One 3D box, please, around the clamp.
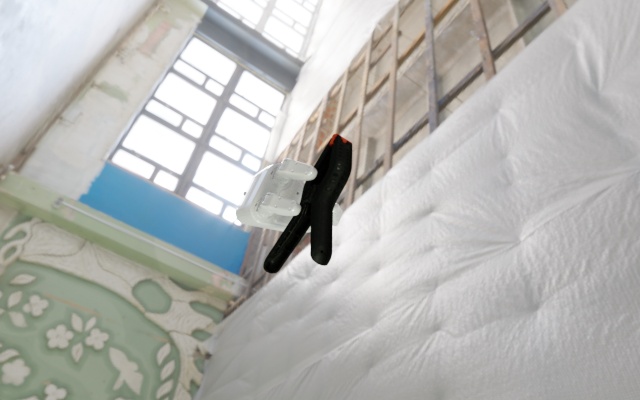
[{"bbox_3d":[0.001,0.002,0.627,0.036,0.210,0.164,30,-17,-21],"label":"clamp"}]
